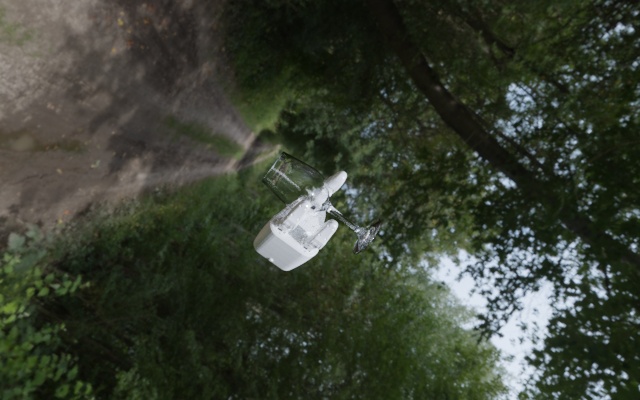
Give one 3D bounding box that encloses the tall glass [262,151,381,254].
[{"bbox_3d":[0.001,0.003,0.798,0.201,0.079,0.079,37,-6,-8],"label":"tall glass"}]
